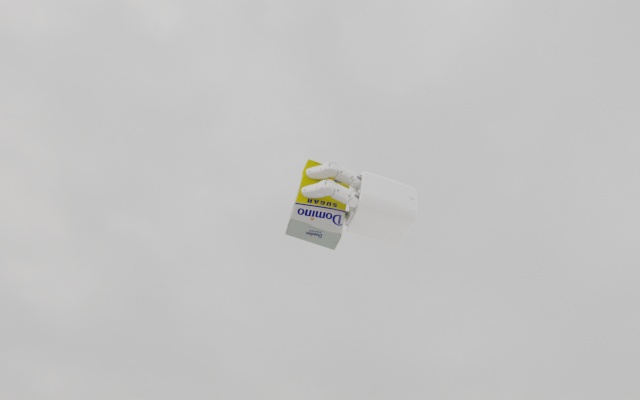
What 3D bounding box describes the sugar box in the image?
[{"bbox_3d":[0.000,0.002,0.871,0.093,0.048,0.176,18,38,-5],"label":"sugar box"}]
